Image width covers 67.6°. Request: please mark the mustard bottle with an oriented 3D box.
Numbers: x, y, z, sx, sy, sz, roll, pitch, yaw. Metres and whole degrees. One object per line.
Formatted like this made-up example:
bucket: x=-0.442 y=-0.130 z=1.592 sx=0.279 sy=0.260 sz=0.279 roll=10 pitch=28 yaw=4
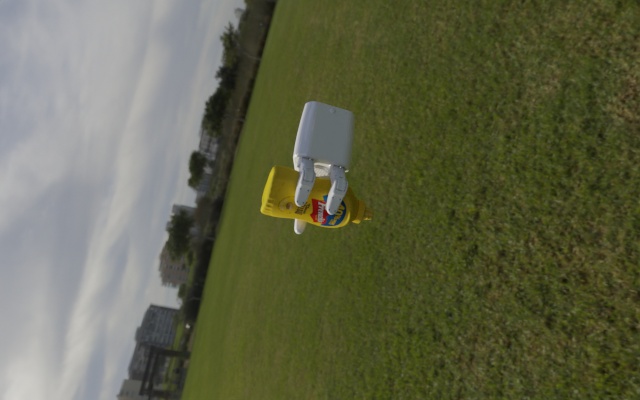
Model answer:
mustard bottle: x=0.000 y=0.003 z=0.819 sx=0.191 sy=0.058 sz=0.096 roll=13 pitch=-46 yaw=-13
